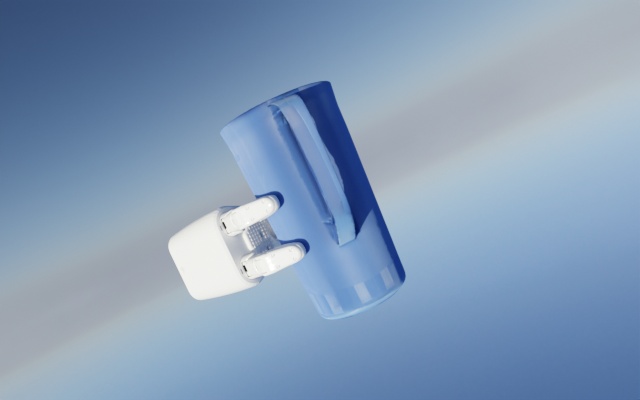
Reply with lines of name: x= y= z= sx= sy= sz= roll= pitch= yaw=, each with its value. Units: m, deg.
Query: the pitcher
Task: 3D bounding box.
pitcher: x=0.000 y=0.002 z=0.521 sx=0.145 sy=0.243 sz=0.149 roll=-24 pitch=3 yaw=35
